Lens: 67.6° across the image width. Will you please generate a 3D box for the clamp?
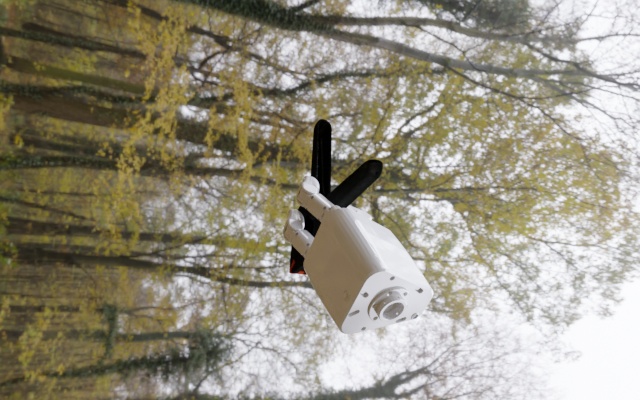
[{"bbox_3d":[0.001,0.003,0.635,0.036,0.210,0.164,10,28,-28],"label":"clamp"}]
